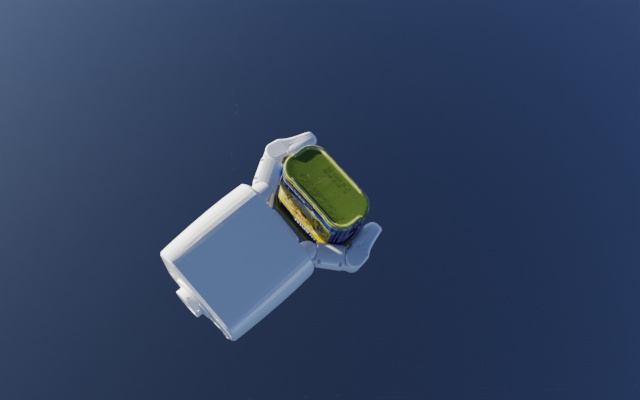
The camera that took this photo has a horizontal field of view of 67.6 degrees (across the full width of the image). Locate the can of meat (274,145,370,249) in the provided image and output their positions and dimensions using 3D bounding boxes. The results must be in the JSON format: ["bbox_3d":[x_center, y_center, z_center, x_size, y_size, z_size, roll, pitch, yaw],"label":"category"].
[{"bbox_3d":[0.000,0.002,0.509,0.057,0.102,0.084,-38,-13,-22],"label":"can of meat"}]
